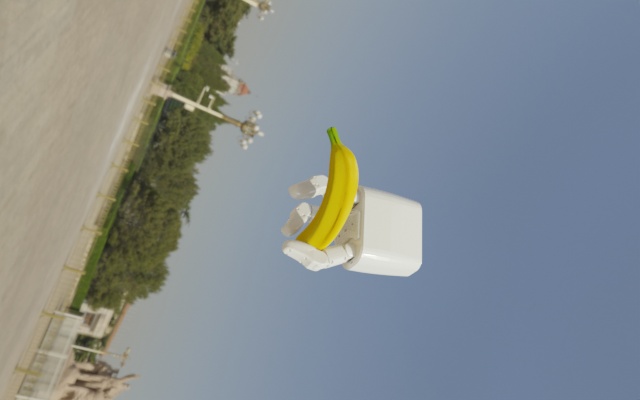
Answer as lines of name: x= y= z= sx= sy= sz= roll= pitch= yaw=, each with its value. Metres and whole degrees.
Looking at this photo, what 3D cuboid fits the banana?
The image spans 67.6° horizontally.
banana: x=0.008 y=0.010 z=0.604 sx=0.037 sy=0.198 sz=0.069 roll=1 pitch=35 yaw=-28
